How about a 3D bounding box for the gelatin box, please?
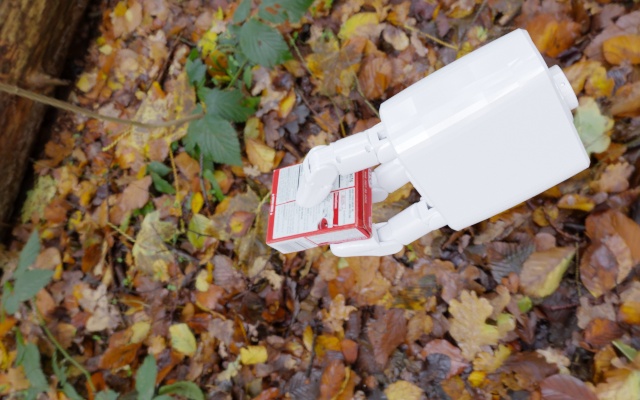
[{"bbox_3d":[0.000,0.001,0.405,0.089,0.073,0.030,-13,-31,27],"label":"gelatin box"}]
